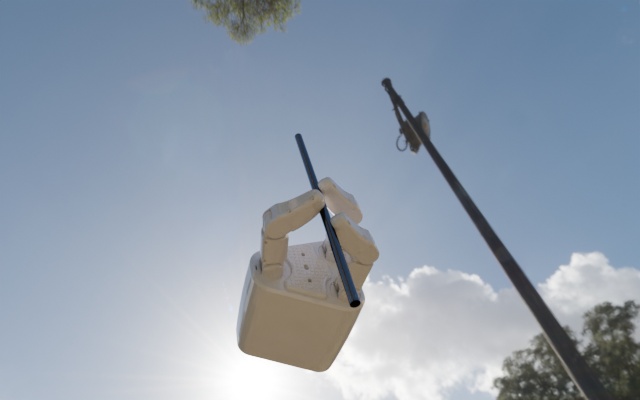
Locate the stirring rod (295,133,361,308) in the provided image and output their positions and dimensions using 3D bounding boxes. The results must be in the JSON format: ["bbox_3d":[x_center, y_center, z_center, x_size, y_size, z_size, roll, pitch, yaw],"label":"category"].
[{"bbox_3d":[0.000,0.002,0.430,0.011,0.011,0.239,0,37,-15],"label":"stirring rod"}]
